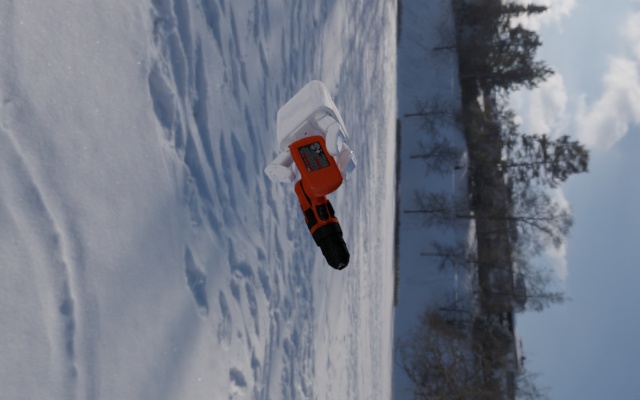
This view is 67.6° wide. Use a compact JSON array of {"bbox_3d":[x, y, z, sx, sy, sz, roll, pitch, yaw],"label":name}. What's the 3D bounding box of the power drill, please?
[{"bbox_3d":[0.000,0.002,0.766,0.057,0.184,0.188,-20,-30,-12],"label":"power drill"}]
